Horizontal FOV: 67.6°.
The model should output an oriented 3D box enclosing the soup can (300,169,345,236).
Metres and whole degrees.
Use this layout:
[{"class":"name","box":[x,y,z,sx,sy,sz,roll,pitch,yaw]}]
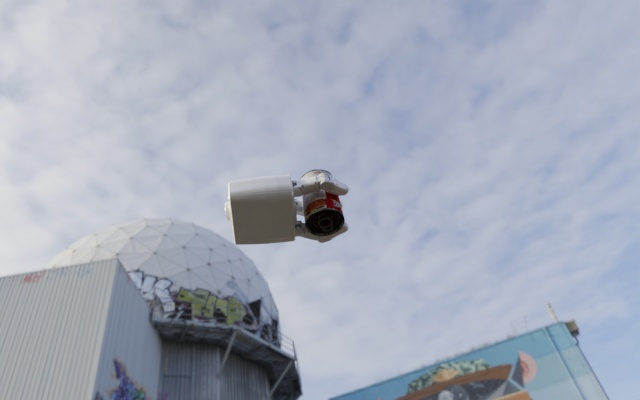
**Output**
[{"class":"soup can","box":[0.001,0.002,0.839,0.068,0.102,0.069,-6,-44,-6]}]
